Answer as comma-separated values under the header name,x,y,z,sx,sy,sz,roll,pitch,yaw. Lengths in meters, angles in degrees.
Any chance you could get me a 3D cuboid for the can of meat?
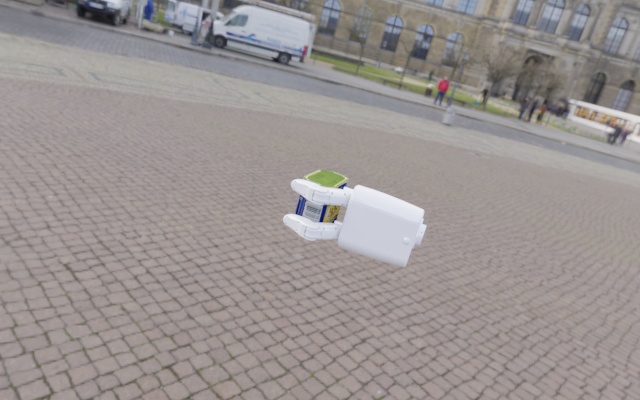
name,x,y,z,sx,sy,sz,roll,pitch,yaw
can of meat,0.000,0.002,0.750,0.057,0.084,0.102,20,19,14
